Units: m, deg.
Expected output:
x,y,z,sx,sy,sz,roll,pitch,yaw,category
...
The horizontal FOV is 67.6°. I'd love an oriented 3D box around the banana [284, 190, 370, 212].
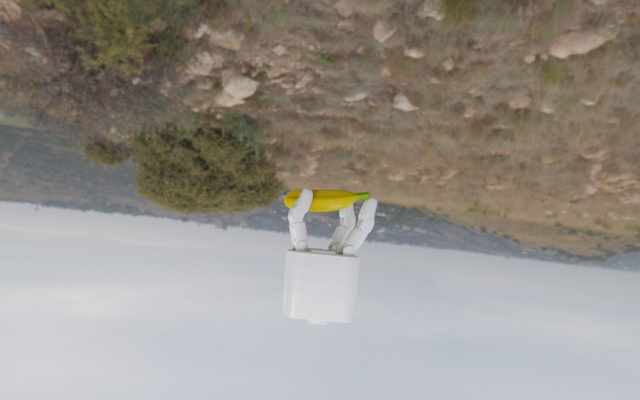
x,y,z,sx,sy,sz,roll,pitch,yaw,category
-0.011,0.001,0.823,0.069,0.037,0.198,7,-4,-44,banana
